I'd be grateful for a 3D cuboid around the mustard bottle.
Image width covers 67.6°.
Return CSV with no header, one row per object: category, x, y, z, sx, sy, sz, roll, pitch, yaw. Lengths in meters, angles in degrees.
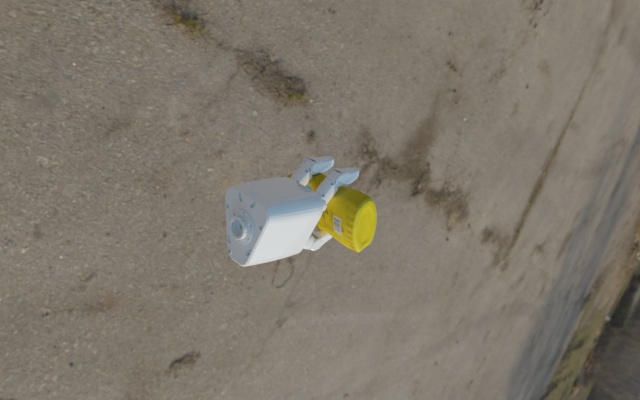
mustard bottle,0.001,0.003,0.770,0.191,0.096,0.058,28,49,35
